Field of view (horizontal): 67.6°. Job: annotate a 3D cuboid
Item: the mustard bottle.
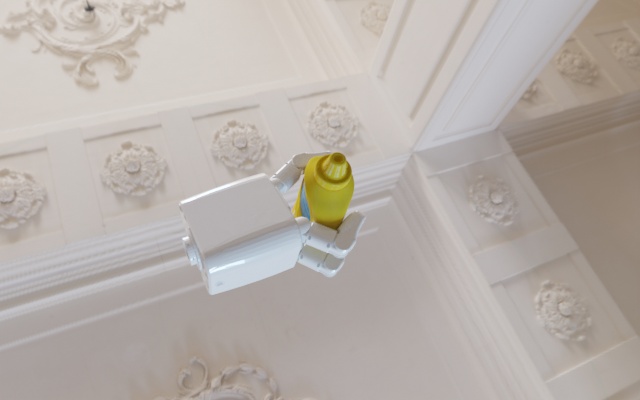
[{"bbox_3d":[0.000,0.002,0.580,0.058,0.096,0.192,4,-29,-10],"label":"mustard bottle"}]
